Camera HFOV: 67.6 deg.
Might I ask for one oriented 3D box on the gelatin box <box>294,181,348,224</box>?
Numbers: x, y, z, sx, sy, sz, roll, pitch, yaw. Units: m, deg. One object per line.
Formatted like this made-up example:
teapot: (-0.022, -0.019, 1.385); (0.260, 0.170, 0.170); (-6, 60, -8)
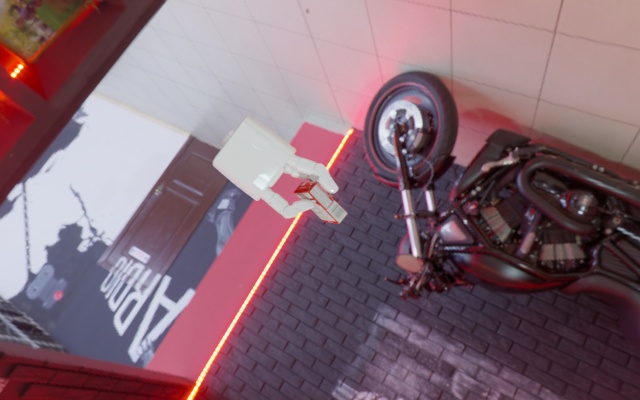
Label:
gelatin box: (0.000, 0.004, 0.894); (0.089, 0.030, 0.073); (46, -16, -17)
